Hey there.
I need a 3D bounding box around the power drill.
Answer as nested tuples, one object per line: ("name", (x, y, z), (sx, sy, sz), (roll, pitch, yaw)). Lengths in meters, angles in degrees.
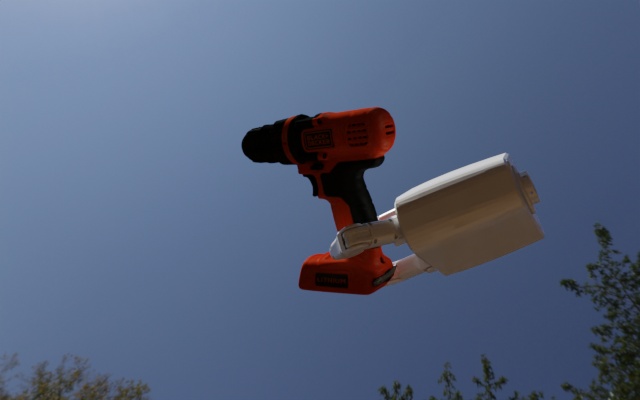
("power drill", (0.000, 0.002, 0.507), (0.184, 0.188, 0.057), (-2, 14, 37))
